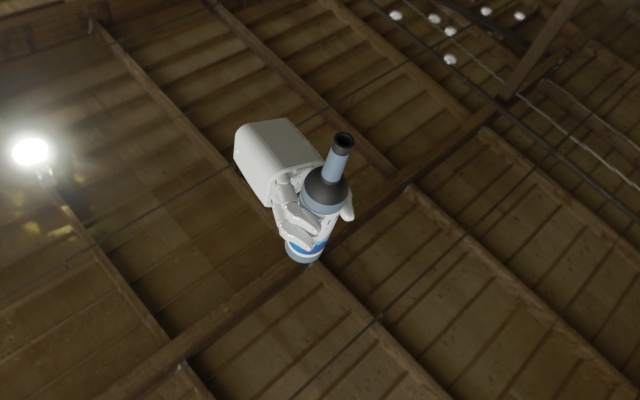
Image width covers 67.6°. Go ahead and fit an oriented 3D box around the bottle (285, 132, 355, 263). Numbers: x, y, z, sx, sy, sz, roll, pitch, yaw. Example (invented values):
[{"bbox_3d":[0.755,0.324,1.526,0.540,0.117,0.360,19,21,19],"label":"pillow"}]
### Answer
[{"bbox_3d":[0.000,0.003,0.713,0.069,0.069,0.296,0,-32,-14],"label":"bottle"}]
